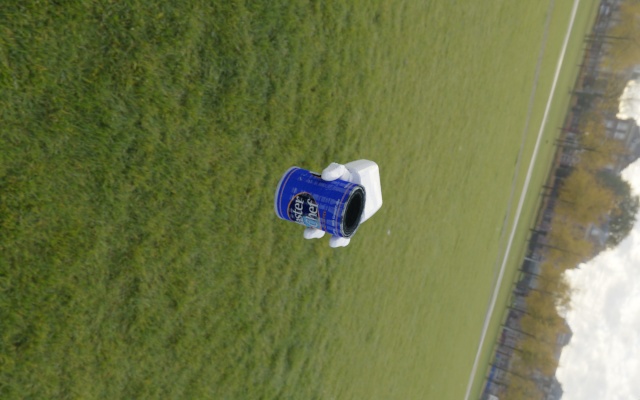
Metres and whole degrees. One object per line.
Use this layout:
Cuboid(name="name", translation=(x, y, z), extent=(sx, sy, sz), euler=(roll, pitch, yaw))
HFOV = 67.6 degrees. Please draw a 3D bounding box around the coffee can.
Cuboid(name="coffee can", translation=(0.000, 0.003, 0.880), extent=(0.140, 0.103, 0.103), euler=(17, 7, 24))
